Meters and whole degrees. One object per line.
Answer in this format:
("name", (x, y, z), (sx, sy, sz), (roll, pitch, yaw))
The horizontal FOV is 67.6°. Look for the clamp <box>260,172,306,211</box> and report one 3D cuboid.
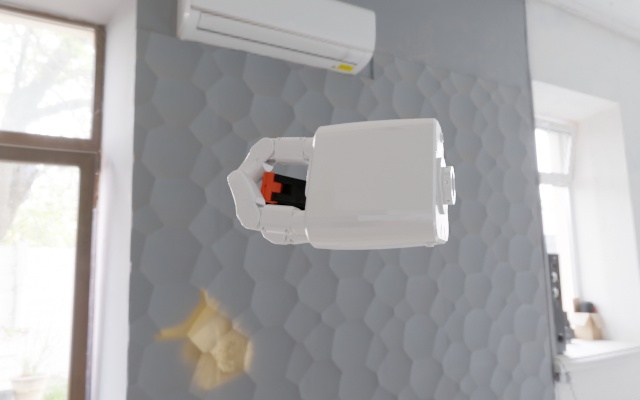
("clamp", (0.000, 0.001, 0.509), (0.120, 0.039, 0.171), (-2, -7, 20))
